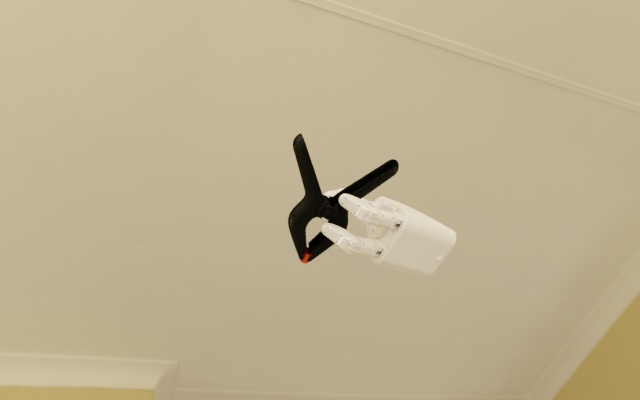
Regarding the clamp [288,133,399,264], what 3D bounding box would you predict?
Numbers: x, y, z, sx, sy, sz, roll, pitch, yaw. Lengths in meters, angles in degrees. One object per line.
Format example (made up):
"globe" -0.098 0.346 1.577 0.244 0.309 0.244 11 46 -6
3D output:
"clamp" 0.000 0.002 0.715 0.164 0.210 0.036 20 25 -23
